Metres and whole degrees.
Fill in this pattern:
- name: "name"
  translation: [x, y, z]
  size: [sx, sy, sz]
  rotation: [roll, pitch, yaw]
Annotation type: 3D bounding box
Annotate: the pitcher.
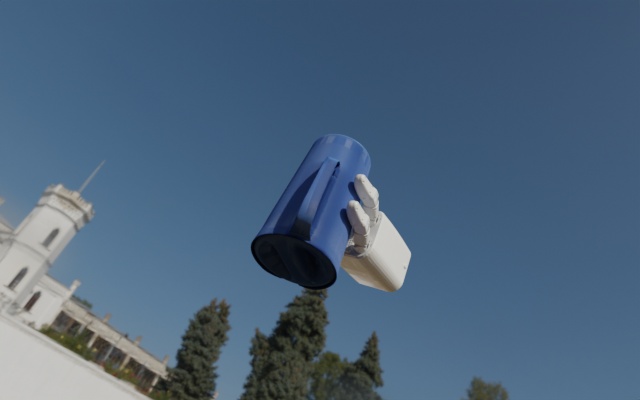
- name: "pitcher"
  translation: [0.000, 0.003, 0.748]
  size: [0.149, 0.242, 0.145]
  rotation: [-14, -51, 40]
